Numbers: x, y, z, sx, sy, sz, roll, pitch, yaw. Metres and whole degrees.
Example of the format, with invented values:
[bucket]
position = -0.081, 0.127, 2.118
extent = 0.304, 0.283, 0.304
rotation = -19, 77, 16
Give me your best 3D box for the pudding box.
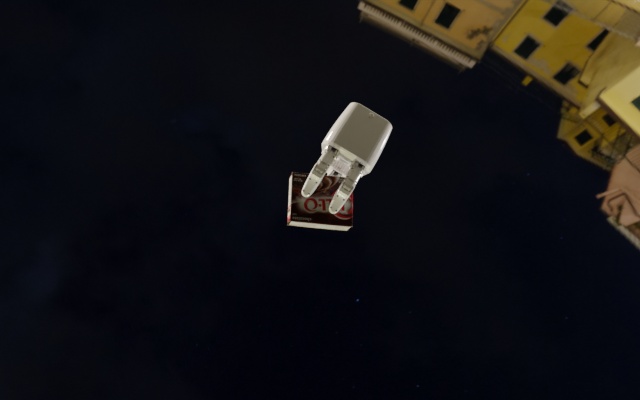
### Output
[pudding box]
position = 0.000, 0.003, 0.836
extent = 0.113, 0.090, 0.039
rotation = 5, -19, -10
